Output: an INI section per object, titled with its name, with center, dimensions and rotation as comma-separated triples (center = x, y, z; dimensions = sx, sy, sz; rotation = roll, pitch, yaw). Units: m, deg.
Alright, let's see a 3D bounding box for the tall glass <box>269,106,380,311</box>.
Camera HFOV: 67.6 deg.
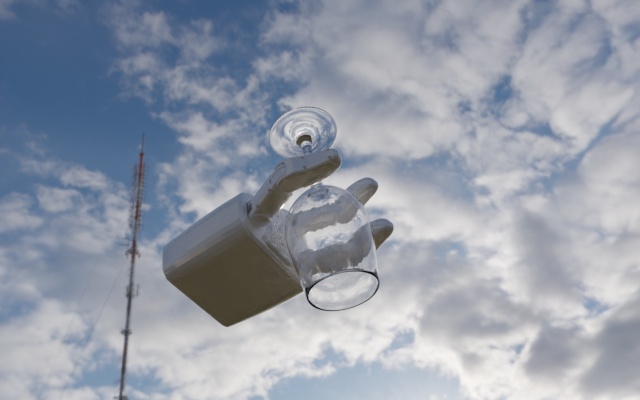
[tall glass]
center = 0.000, 0.001, 0.453
dimensions = 0.079, 0.200, 0.079
rotation = -8, -41, -7
